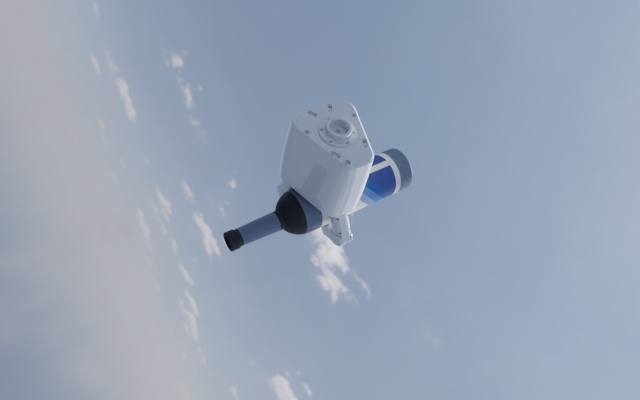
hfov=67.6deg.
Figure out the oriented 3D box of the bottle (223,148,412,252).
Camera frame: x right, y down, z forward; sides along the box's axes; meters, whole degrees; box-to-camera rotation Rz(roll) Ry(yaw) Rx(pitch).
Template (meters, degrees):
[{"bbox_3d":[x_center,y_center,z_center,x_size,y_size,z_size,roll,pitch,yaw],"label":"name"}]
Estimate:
[{"bbox_3d":[0.000,0.002,0.690,0.295,0.069,0.069,-23,10,-25],"label":"bottle"}]
